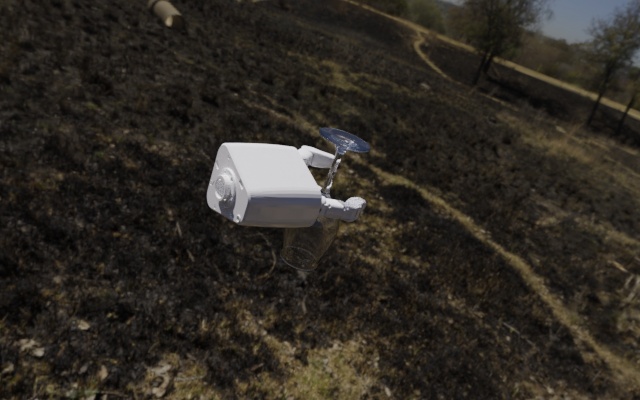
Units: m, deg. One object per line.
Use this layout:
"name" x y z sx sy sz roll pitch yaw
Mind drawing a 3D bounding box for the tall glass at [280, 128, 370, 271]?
"tall glass" 0.000 0.002 0.686 0.079 0.201 0.079 17 23 -8
